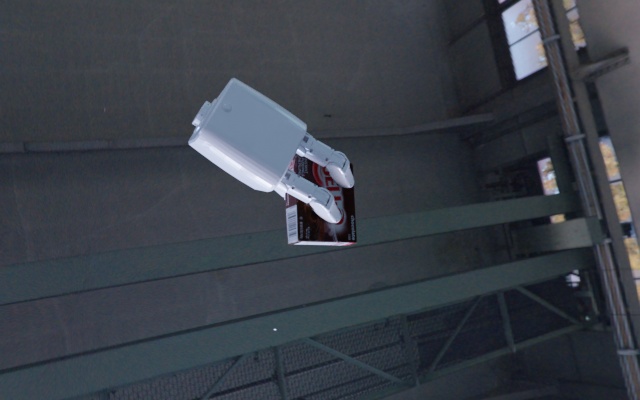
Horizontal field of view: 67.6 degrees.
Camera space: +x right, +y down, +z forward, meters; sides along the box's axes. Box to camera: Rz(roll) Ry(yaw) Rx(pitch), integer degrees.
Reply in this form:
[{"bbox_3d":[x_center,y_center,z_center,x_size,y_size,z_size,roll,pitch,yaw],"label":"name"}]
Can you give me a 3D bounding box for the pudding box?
[{"bbox_3d":[0.000,0.002,0.628,0.090,0.113,0.039,4,-11,-30],"label":"pudding box"}]
